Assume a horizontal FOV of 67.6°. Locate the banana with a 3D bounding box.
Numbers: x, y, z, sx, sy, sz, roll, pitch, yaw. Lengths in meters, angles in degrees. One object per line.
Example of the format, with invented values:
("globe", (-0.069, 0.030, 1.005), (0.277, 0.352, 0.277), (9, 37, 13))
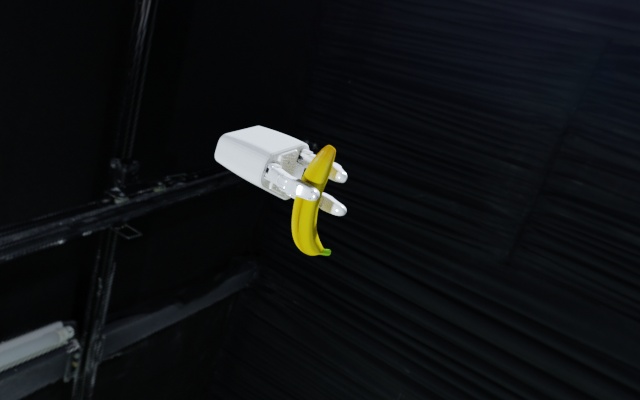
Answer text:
("banana", (-0.013, 0.012, 0.722), (0.037, 0.198, 0.069), (28, 40, 33))
